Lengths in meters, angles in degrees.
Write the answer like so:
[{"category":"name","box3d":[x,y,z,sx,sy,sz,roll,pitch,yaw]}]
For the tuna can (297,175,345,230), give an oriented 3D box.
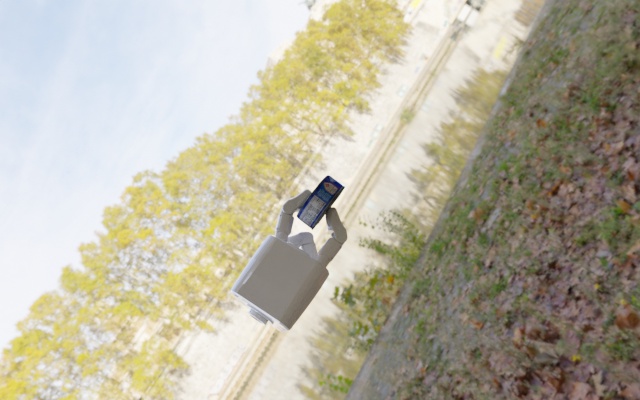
[{"category":"tuna can","box3d":[0.000,0.002,0.749,0.034,0.086,0.086,37,3,4]}]
